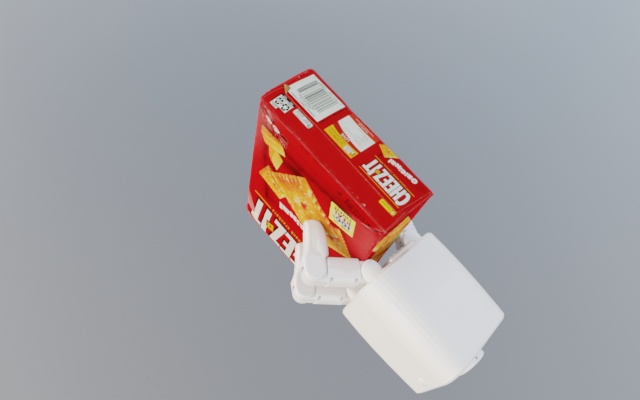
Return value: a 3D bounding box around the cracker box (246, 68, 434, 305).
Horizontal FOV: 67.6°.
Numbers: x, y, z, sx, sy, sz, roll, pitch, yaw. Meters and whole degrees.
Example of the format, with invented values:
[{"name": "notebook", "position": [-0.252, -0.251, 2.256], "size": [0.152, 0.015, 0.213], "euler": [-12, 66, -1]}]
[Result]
[{"name": "cracker box", "position": [0.000, 0.001, 0.492], "size": [0.072, 0.164, 0.214], "euler": [-35, -16, -27]}]
